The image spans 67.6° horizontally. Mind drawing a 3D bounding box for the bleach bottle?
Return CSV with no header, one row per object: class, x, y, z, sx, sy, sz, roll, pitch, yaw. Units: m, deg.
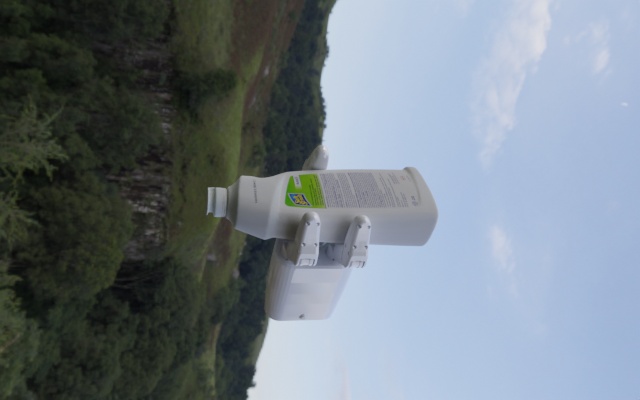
bleach bottle,0.000,0.002,0.539,0.251,0.068,0.102,3,38,-16
